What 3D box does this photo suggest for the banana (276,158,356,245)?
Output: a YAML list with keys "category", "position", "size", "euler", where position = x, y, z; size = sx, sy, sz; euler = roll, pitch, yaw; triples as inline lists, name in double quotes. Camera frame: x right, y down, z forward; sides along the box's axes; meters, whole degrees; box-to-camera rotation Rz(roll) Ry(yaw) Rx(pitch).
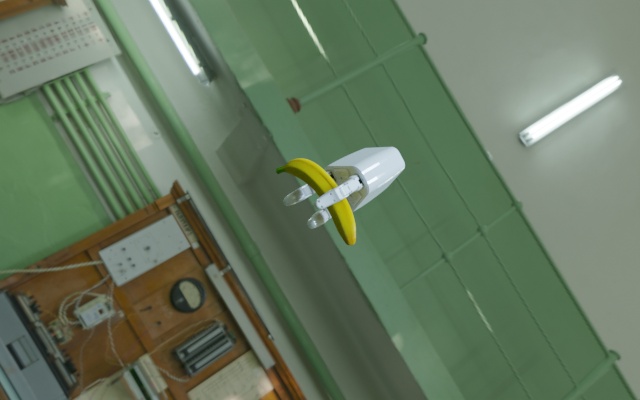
- category: "banana"
  position: [0.005, -0.011, 0.836]
  size: [0.037, 0.197, 0.070]
  euler: [-30, -19, -42]
